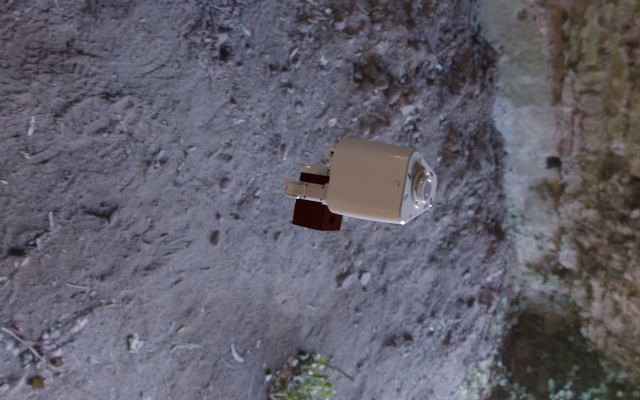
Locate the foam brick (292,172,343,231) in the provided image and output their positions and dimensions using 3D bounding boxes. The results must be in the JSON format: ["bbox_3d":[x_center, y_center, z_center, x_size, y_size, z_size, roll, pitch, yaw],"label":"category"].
[{"bbox_3d":[0.000,0.002,0.676,0.051,0.078,0.053,12,4,33],"label":"foam brick"}]
